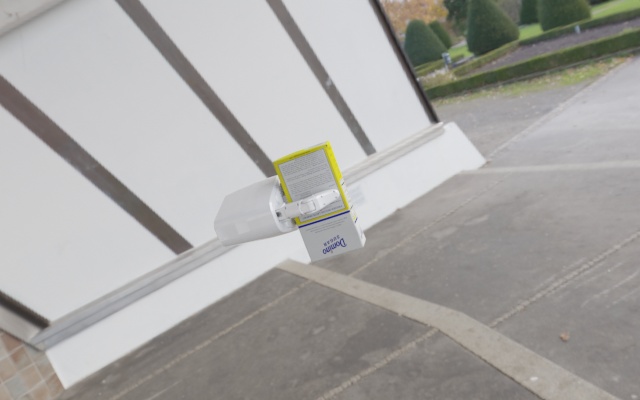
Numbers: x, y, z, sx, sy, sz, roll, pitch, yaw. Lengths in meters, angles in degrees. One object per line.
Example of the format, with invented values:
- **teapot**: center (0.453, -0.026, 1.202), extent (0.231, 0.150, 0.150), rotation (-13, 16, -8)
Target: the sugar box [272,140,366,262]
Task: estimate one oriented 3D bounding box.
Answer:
- **sugar box**: center (0.000, 0.002, 0.767), extent (0.093, 0.176, 0.048), rotation (-17, 12, 15)
